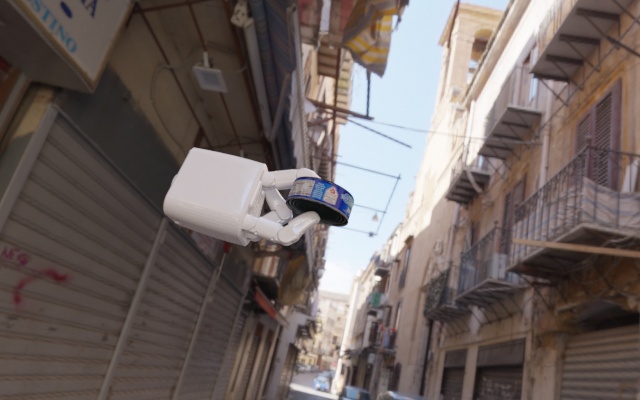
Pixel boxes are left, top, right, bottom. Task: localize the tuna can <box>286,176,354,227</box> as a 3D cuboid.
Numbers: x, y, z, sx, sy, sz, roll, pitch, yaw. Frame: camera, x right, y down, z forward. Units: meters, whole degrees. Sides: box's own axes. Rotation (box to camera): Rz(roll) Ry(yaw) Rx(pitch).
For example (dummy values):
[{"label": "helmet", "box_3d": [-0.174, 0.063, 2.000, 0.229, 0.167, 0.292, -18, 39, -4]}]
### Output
[{"label": "tuna can", "box_3d": [0.000, 0.002, 0.623, 0.086, 0.033, 0.086, 17, -19, 6]}]
